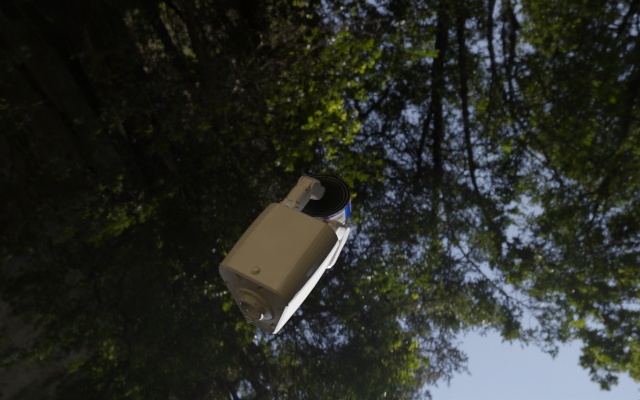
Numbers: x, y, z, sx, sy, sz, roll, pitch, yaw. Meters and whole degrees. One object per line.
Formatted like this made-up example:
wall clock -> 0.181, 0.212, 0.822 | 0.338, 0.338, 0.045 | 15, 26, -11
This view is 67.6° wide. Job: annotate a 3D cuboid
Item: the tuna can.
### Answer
tuna can -> 0.000, 0.003, 0.664 | 0.086, 0.086, 0.034 | 0, -43, 6
